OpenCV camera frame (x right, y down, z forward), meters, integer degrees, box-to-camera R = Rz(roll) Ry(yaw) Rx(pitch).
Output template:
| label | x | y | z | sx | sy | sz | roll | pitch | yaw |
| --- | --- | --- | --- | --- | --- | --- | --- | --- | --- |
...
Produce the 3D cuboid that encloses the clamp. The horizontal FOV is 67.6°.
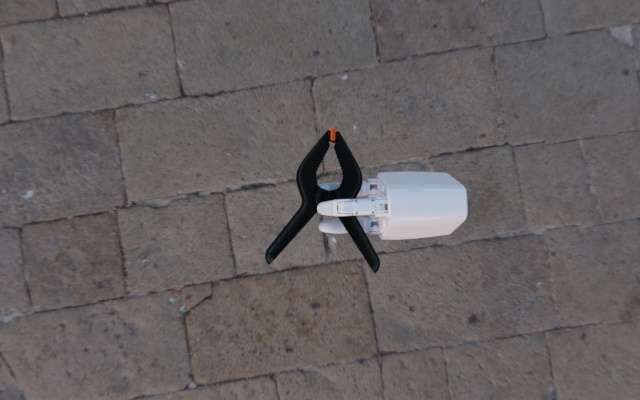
| label | x | y | z | sx | sy | sz | roll | pitch | yaw |
| --- | --- | --- | --- | --- | --- | --- | --- | --- | --- |
| clamp | 0.000 | 0.002 | 0.686 | 0.164 | 0.210 | 0.036 | -2 | -1 | -2 |
